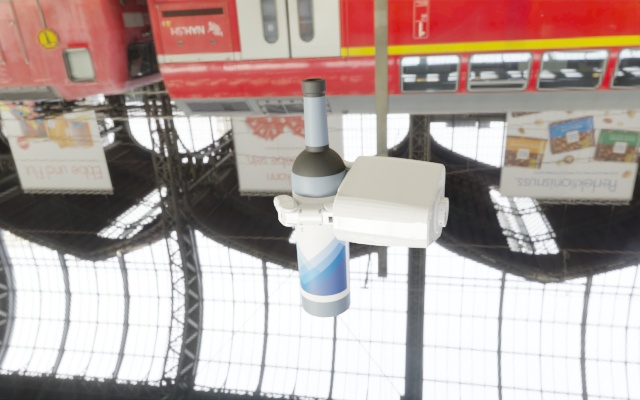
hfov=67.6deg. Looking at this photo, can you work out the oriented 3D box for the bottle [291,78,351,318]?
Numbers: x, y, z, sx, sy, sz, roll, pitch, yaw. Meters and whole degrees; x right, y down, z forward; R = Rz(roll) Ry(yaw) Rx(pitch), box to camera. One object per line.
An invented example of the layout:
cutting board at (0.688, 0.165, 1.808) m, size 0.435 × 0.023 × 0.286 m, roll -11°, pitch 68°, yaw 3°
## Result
bottle at (0.000, 0.002, 0.587) m, size 0.069 × 0.296 × 0.069 m, roll -3°, pitch 22°, yaw 1°
